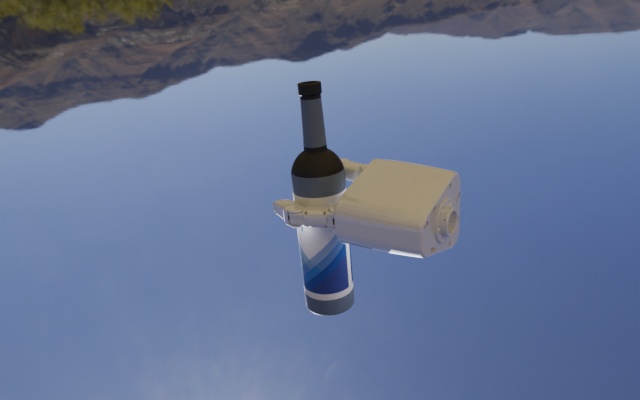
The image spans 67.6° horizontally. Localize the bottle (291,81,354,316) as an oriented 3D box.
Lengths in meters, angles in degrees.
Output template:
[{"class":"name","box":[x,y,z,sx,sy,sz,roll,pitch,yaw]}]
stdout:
[{"class":"bottle","box":[0.000,0.002,0.597,0.069,0.296,0.069,-5,22,2]}]
